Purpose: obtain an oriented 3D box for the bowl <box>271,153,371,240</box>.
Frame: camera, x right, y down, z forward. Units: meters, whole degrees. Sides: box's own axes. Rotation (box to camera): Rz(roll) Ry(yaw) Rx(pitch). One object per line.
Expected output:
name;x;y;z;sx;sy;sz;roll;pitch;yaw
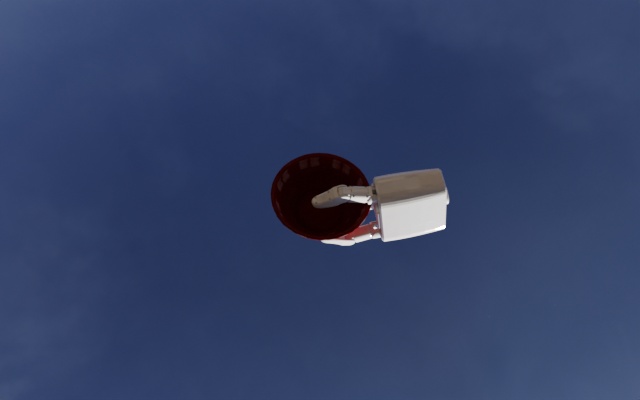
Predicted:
bowl;-0.001;0.003;0.782;0.162;0.162;0.055;0;-30;-4
